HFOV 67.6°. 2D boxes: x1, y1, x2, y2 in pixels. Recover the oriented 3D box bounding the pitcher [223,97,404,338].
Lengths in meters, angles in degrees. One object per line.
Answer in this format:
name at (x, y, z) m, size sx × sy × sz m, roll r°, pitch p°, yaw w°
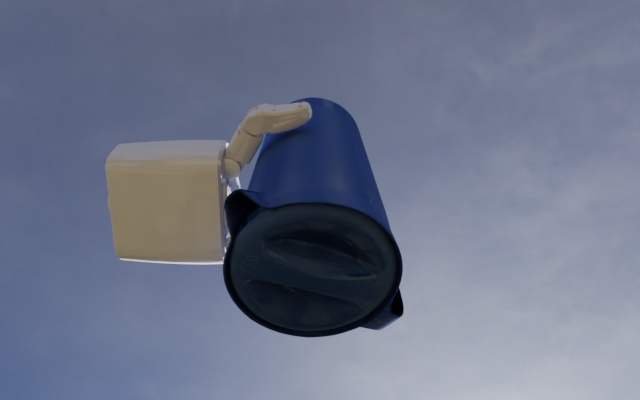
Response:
pitcher at (0.000, 0.001, 0.453) m, size 0.145 × 0.149 × 0.242 m, roll -1°, pitch 33°, yaw 0°
